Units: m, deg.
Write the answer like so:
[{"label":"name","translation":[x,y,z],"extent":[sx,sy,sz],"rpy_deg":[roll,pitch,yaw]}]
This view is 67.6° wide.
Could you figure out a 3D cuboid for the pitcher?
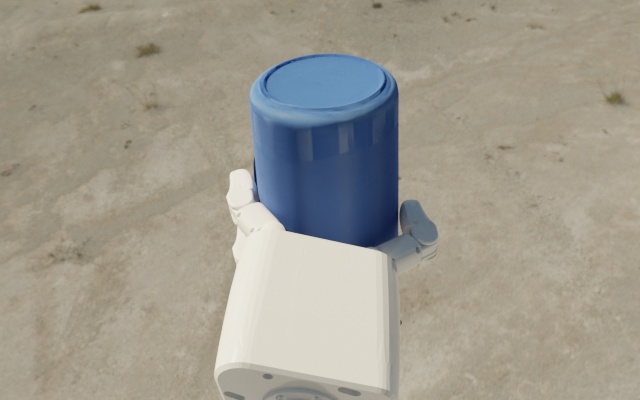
[{"label":"pitcher","translation":[0.000,0.002,0.422],"extent":[0.149,0.243,0.145],"rpy_deg":[0,40,5]}]
